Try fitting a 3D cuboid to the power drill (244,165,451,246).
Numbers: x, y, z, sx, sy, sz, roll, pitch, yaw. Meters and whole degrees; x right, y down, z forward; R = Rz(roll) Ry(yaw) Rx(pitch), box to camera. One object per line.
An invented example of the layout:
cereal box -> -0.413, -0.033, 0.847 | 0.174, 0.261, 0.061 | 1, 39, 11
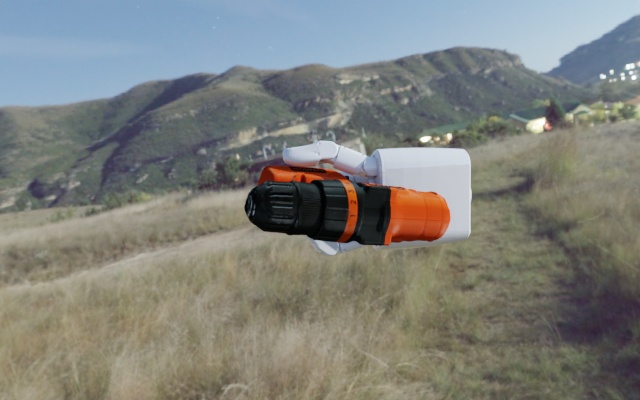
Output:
power drill -> 0.000, 0.001, 0.460 | 0.184, 0.057, 0.187 | 6, 7, -25
